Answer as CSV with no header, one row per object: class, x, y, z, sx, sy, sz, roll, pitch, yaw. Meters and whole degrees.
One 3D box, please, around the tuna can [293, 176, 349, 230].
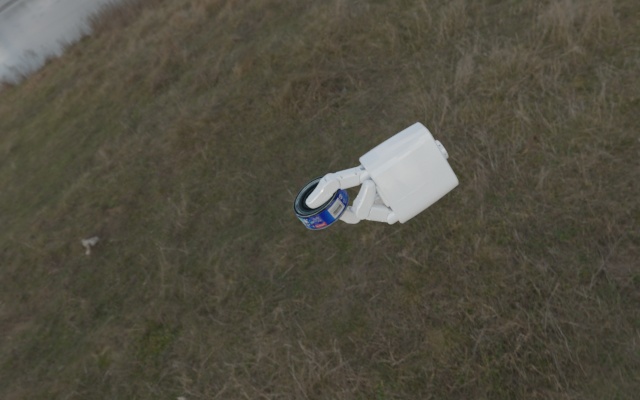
tuna can,0.000,0.002,0.746,0.086,0.086,0.034,0,-38,43
